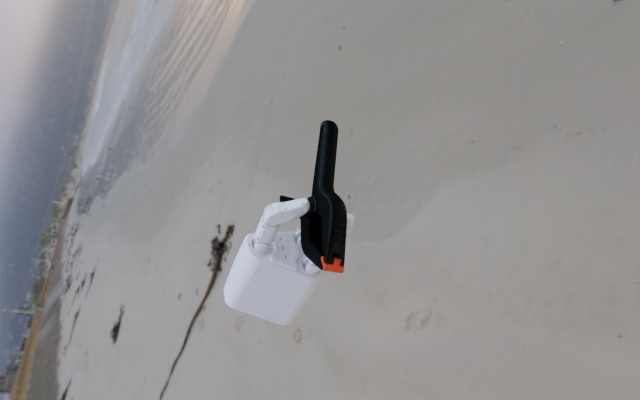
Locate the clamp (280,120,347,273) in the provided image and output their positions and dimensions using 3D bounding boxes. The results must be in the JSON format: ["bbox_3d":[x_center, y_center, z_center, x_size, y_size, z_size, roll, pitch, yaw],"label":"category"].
[{"bbox_3d":[-0.001,0.002,0.636,0.036,0.165,0.209,11,34,-25],"label":"clamp"}]
